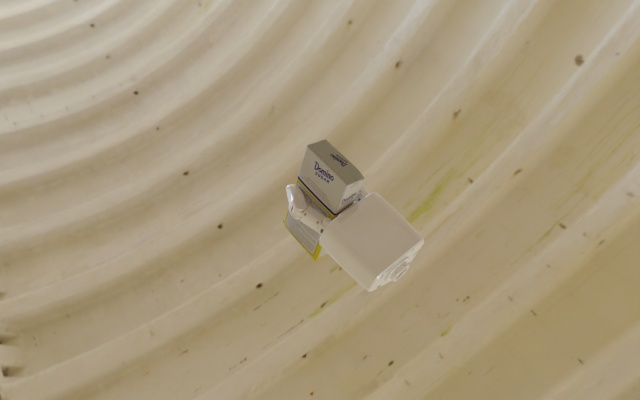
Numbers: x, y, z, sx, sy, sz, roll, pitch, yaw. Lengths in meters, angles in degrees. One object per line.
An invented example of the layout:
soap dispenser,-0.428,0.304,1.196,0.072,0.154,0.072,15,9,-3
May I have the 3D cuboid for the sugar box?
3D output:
sugar box,0.001,0.002,0.741,0.048,0.176,0.093,-23,59,-39
